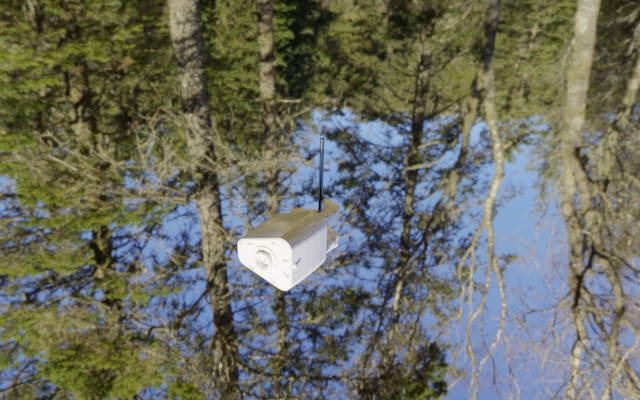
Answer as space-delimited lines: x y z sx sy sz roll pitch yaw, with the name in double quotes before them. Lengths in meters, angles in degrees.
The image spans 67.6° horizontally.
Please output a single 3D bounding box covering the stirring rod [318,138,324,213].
"stirring rod" 0.000 0.003 0.875 0.011 0.240 0.011 1 24 -1
